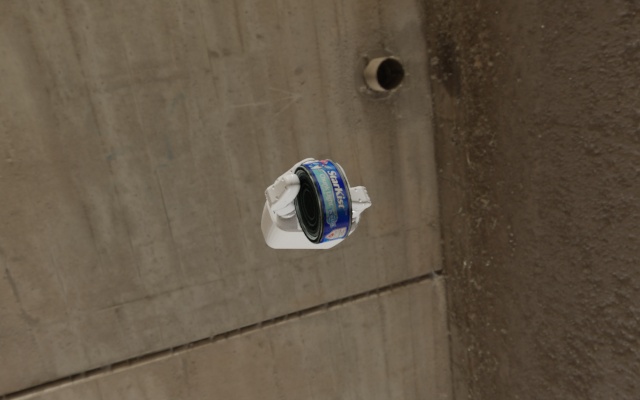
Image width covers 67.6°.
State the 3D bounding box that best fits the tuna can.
[{"bbox_3d":[0.000,0.002,0.498,0.034,0.086,0.086,-12,4,-20],"label":"tuna can"}]
